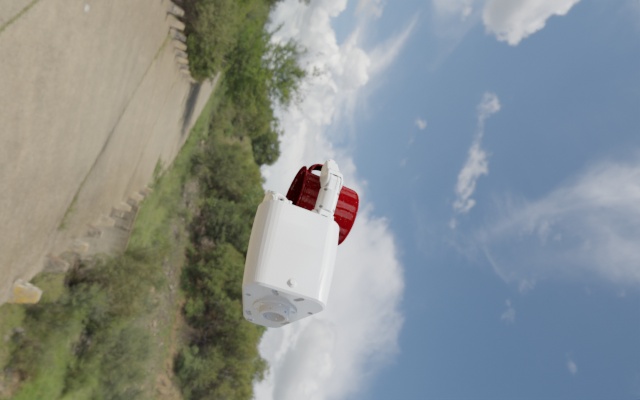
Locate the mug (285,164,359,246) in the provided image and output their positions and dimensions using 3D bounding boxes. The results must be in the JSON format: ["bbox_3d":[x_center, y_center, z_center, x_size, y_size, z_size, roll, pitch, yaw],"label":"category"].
[{"bbox_3d":[0.000,0.001,0.642,0.081,0.117,0.093,21,-37,-14],"label":"mug"}]
